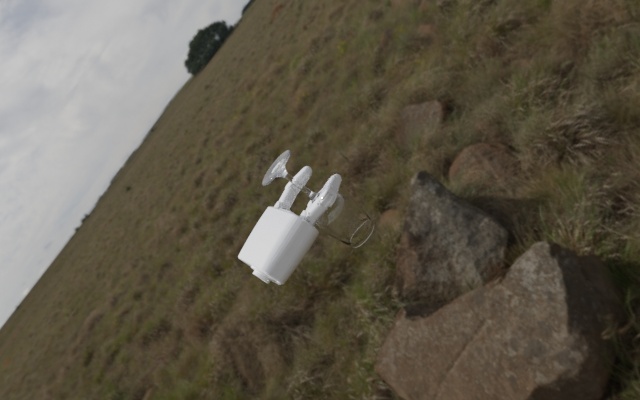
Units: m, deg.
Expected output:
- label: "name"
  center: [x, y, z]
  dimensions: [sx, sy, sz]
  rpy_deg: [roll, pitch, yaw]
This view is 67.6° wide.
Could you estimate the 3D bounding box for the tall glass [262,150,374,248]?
- label: "tall glass"
  center: [0.000, 0.002, 0.827]
  dimensions: [0.201, 0.079, 0.079]
  rpy_deg: [37, -14, -18]
